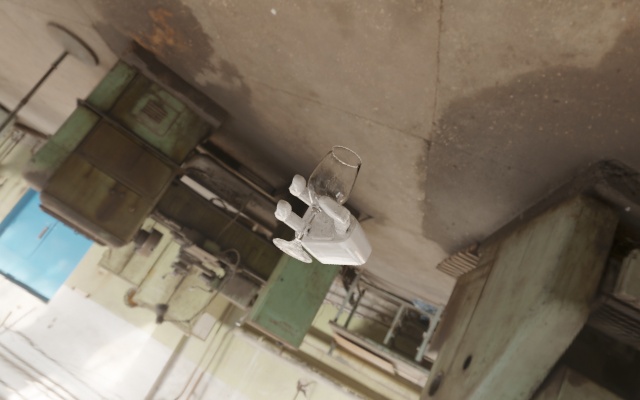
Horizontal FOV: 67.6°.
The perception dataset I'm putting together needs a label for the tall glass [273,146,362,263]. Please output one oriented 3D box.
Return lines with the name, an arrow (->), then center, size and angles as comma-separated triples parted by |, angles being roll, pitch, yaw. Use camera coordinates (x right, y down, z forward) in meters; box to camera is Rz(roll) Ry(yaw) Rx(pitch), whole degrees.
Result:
tall glass -> 0.000, 0.003, 0.824 | 0.079, 0.201, 0.079 | 26, -19, 10
